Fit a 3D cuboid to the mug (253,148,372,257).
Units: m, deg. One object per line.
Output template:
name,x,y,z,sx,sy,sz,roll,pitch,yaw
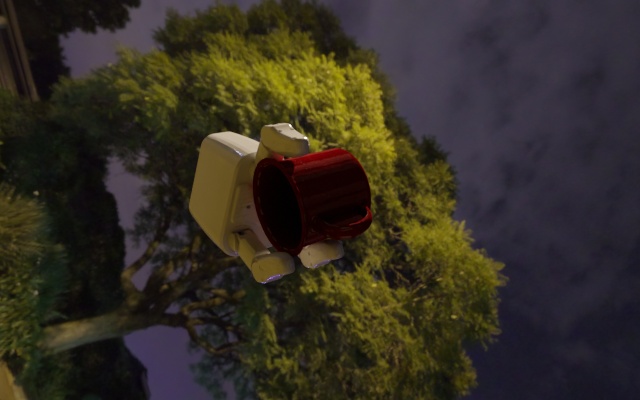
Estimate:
mug,0.001,0.002,0.441,0.081,0.093,0.117,-17,30,-31
